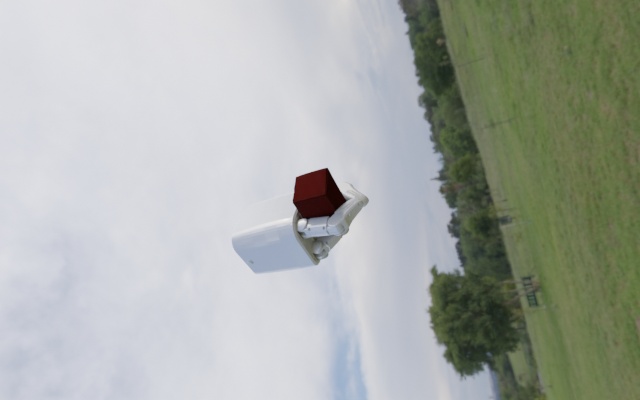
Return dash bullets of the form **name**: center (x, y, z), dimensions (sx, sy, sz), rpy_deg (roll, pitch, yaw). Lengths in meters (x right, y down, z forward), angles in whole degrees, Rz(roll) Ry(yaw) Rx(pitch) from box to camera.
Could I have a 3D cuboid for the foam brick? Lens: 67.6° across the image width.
- **foam brick**: center (0.000, 0.002, 0.681), dimensions (0.051, 0.053, 0.078), rpy_deg (-13, -45, 19)
